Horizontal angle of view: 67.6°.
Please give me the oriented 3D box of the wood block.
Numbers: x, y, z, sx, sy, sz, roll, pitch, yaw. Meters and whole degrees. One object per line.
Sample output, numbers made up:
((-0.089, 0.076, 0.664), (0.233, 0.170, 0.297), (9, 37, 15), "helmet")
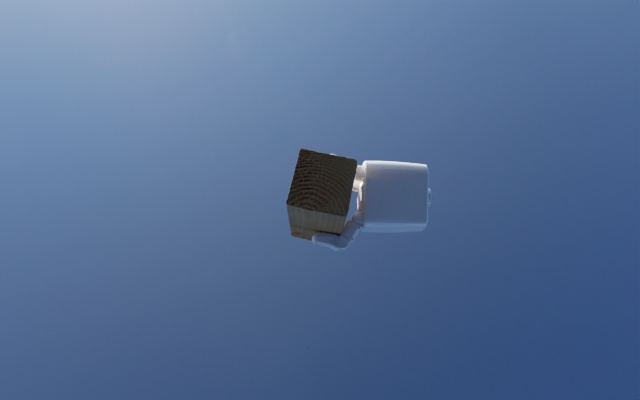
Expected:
((0.000, 0.003, 0.780), (0.090, 0.090, 0.206), (12, -17, 2), "wood block")
